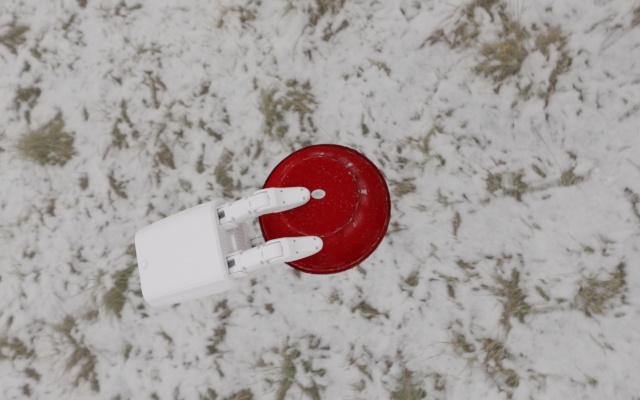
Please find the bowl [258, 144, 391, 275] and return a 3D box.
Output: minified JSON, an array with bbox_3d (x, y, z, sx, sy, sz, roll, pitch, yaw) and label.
[{"bbox_3d":[0.001,0.001,0.547,0.162,0.162,0.055,0,-14,8],"label":"bowl"}]
